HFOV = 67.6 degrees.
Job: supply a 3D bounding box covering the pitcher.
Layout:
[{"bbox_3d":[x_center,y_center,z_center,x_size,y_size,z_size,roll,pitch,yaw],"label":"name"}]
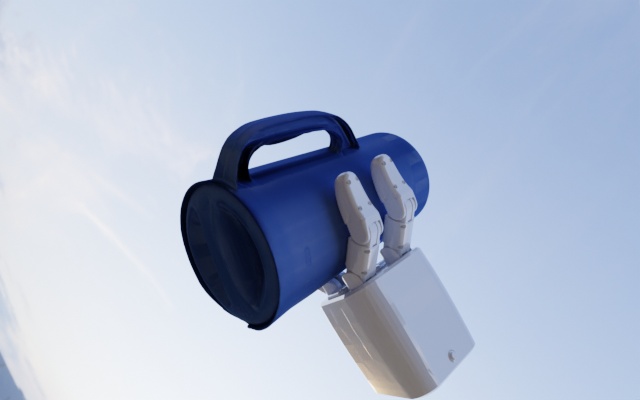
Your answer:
[{"bbox_3d":[0.000,0.002,0.461,0.242,0.145,0.149,-26,-10,-41],"label":"pitcher"}]
